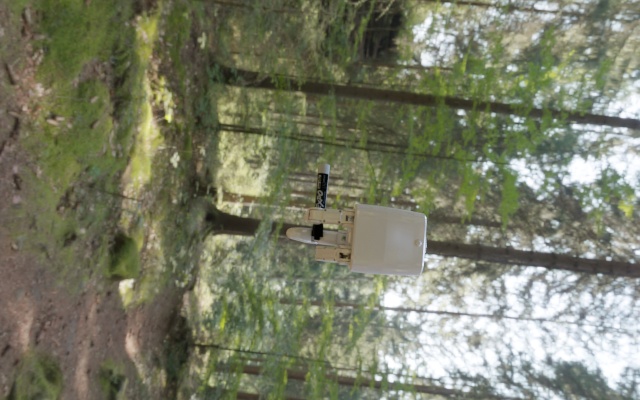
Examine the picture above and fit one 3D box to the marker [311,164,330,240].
[{"bbox_3d":[0.000,0.002,0.756,0.020,0.121,0.020,6,-7,1],"label":"marker"}]
